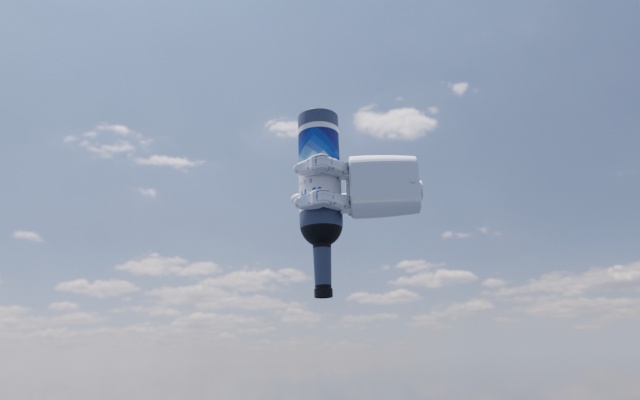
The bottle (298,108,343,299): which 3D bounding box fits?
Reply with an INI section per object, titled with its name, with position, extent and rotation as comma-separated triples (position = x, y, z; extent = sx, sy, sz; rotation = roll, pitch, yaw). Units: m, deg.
[bottle]
position = 0.000, 0.002, 0.744
extent = 0.069, 0.295, 0.069
rotation = -2, -18, -1
